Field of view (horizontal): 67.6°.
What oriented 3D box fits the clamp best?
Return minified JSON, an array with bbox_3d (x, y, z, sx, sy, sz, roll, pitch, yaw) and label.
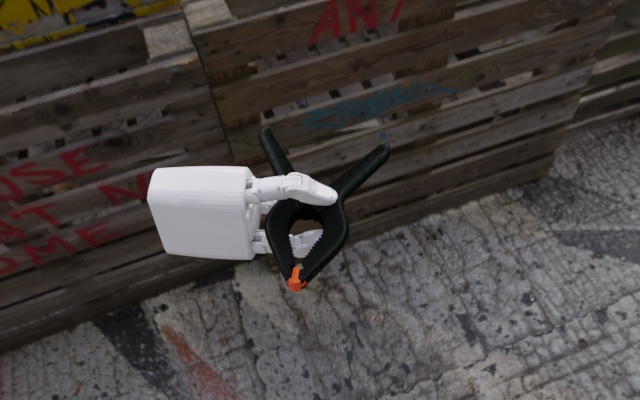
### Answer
[{"bbox_3d":[0.000,0.002,0.549,0.164,0.209,0.036,2,-30,3],"label":"clamp"}]
